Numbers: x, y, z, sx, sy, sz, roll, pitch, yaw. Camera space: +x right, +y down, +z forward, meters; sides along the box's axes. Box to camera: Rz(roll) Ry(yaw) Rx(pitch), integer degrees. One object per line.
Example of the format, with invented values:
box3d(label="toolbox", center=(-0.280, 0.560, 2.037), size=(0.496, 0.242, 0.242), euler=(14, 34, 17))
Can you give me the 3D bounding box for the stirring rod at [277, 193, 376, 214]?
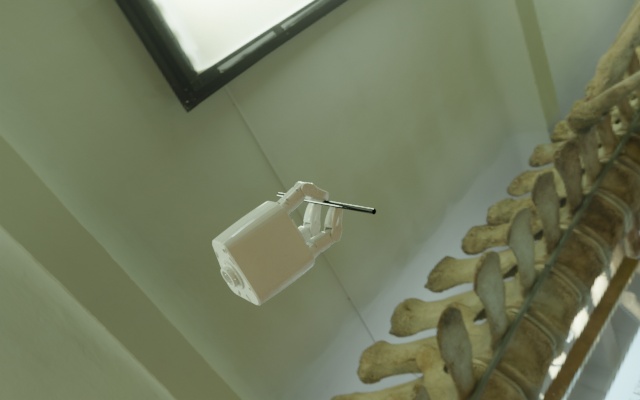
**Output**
box3d(label="stirring rod", center=(0.000, 0.002, 0.758), size=(0.011, 0.011, 0.239), euler=(0, 6, -39))
